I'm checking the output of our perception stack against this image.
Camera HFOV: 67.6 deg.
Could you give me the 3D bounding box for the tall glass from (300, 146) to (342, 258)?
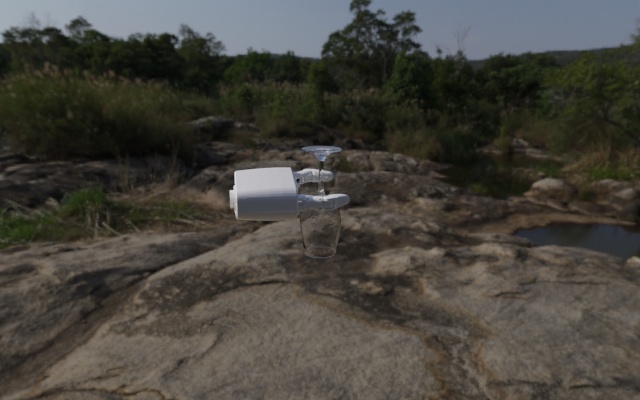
[{"bbox_3d":[0.000,0.002,0.889,0.079,0.201,0.079,1,14,0],"label":"tall glass"}]
